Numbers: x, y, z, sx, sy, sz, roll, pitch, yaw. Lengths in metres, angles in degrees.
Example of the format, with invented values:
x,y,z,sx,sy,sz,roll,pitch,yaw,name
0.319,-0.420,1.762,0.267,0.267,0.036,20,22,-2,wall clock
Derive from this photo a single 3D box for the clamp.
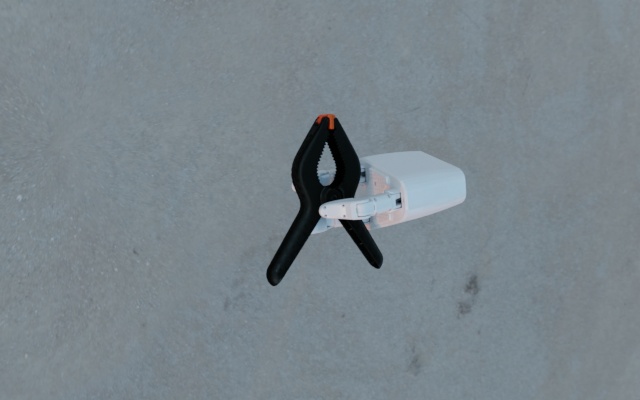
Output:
x,y,z,sx,sy,sz,roll,pitch,yaw,name
0.001,0.001,0.585,0.164,0.210,0.036,-12,11,-29,clamp
